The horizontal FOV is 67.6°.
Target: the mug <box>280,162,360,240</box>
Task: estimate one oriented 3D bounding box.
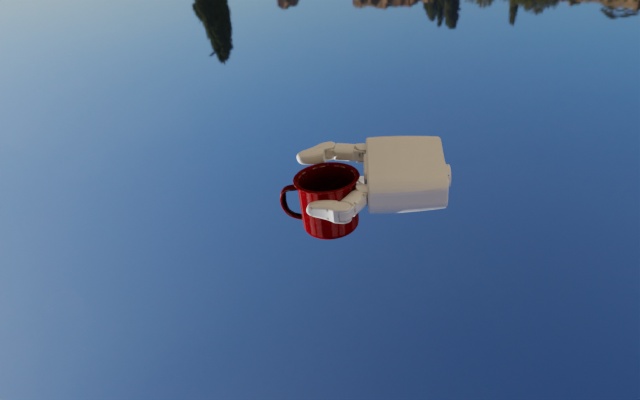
[{"bbox_3d":[-0.001,0.003,0.682,0.117,0.081,0.093,-3,30,8],"label":"mug"}]
